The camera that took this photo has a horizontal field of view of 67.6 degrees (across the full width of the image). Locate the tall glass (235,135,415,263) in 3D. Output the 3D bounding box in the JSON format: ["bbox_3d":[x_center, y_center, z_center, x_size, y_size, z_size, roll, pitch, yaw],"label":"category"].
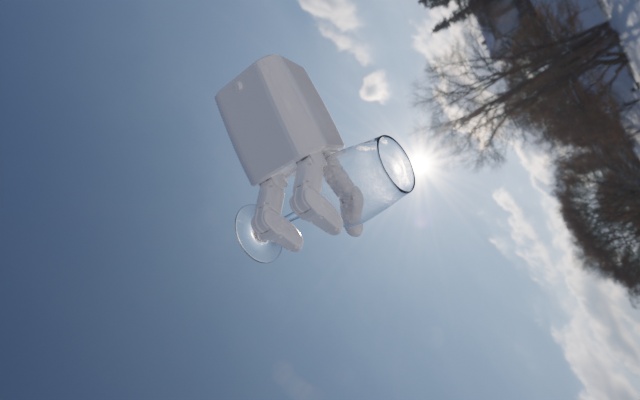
[{"bbox_3d":[0.000,0.002,0.511,0.201,0.079,0.079,-27,-16,34],"label":"tall glass"}]
